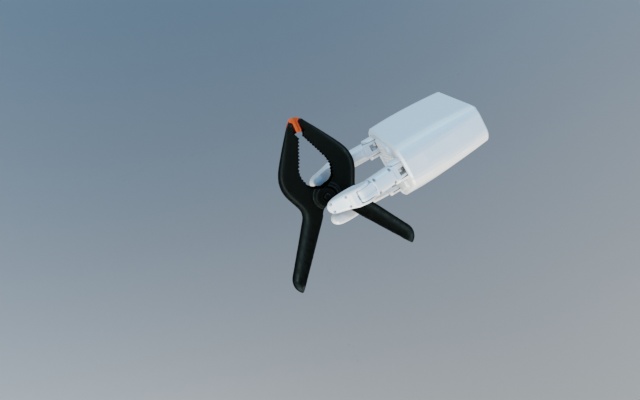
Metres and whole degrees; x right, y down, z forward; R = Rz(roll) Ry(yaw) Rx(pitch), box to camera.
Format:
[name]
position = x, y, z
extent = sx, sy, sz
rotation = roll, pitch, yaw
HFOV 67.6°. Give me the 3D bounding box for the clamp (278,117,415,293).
[clamp]
position = 0.000, 0.001, 0.582
extent = 0.164, 0.210, 0.036
rotation = -31, 11, -3
